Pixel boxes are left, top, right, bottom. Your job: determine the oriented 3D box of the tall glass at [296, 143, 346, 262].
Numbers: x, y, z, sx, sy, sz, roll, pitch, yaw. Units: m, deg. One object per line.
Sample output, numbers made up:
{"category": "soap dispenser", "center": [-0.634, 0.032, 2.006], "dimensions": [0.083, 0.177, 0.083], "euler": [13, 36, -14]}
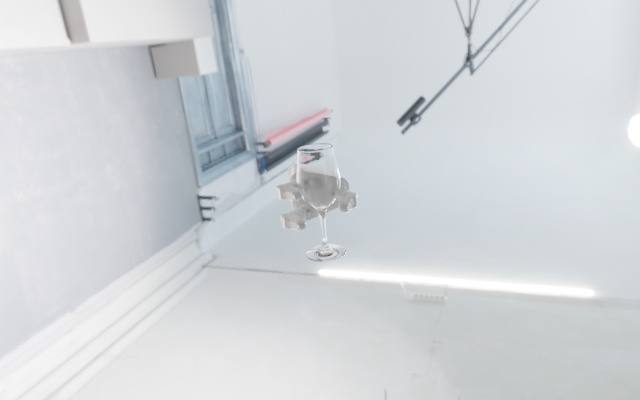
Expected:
{"category": "tall glass", "center": [0.000, 0.003, 0.847], "dimensions": [0.079, 0.201, 0.079], "euler": [-5, 19, 2]}
